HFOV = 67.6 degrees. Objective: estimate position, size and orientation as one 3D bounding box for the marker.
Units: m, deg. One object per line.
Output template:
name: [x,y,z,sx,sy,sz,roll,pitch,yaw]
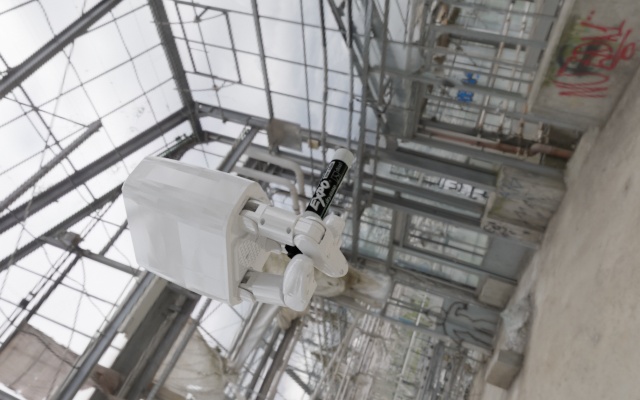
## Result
marker: [0.000,0.001,0.414,0.020,0.121,0.020,18,-36,14]
